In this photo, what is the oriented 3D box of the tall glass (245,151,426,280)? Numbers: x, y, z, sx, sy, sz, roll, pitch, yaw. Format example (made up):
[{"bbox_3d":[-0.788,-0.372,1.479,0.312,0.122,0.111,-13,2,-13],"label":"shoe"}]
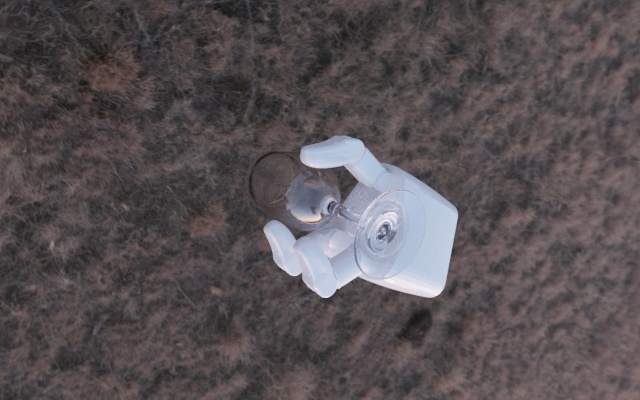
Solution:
[{"bbox_3d":[0.000,0.002,0.448,0.079,0.079,0.201,0,15,-36],"label":"tall glass"}]
